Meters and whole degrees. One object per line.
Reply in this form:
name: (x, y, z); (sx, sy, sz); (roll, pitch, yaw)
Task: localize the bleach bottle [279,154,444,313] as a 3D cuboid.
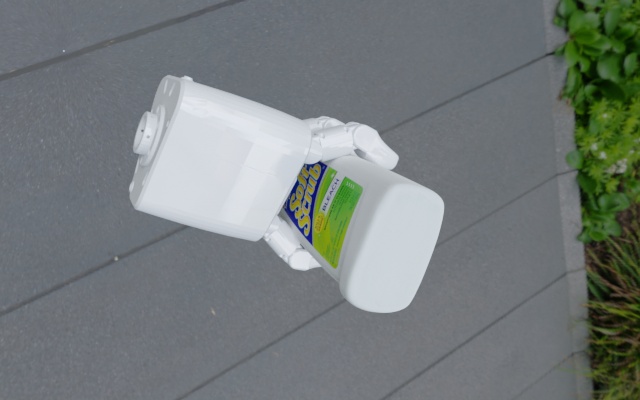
bleach bottle: (0.000, 0.001, 0.445); (0.068, 0.102, 0.250); (16, 8, -31)
